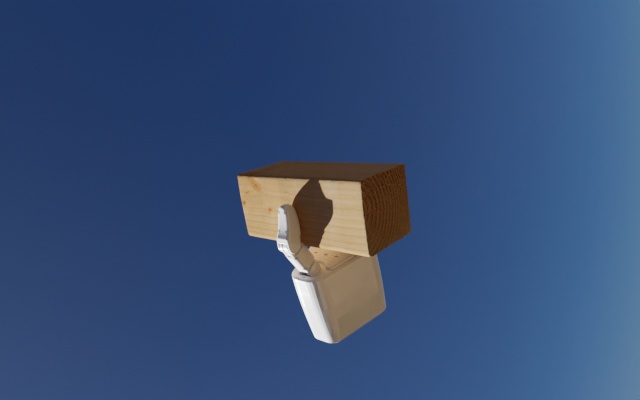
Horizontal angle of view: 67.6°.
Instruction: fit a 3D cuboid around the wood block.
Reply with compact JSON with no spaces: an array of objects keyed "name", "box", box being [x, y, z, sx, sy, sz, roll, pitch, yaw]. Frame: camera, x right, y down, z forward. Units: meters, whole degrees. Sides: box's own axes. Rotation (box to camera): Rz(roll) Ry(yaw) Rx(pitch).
[{"name":"wood block","box":[0.000,0.002,0.610,0.206,0.090,0.091,5,19,41]}]
